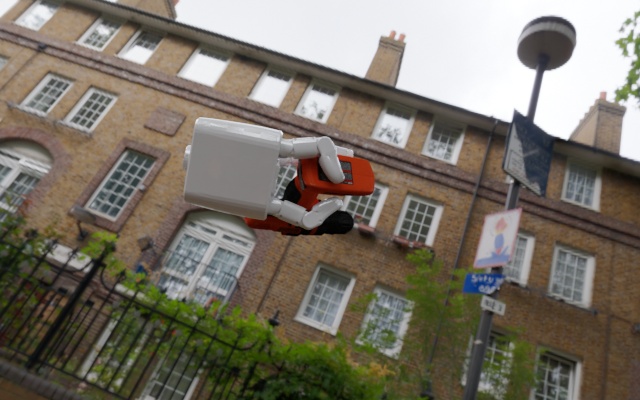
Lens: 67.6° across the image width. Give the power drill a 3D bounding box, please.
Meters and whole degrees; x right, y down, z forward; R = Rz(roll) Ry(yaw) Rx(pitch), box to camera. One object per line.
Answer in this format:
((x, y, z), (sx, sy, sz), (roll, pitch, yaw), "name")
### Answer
((0.000, 0.002, 0.699), (0.184, 0.057, 0.188), (5, -27, -26), "power drill")
